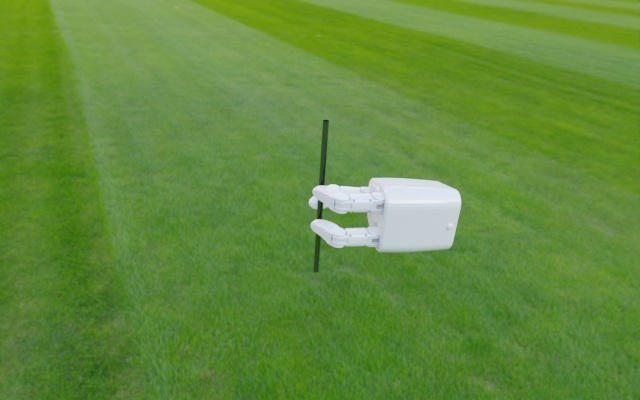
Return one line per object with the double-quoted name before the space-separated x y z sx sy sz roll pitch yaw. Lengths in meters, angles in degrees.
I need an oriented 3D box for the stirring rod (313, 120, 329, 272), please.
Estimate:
"stirring rod" 0.000 0.002 0.677 0.011 0.240 0.011 3 28 -2
